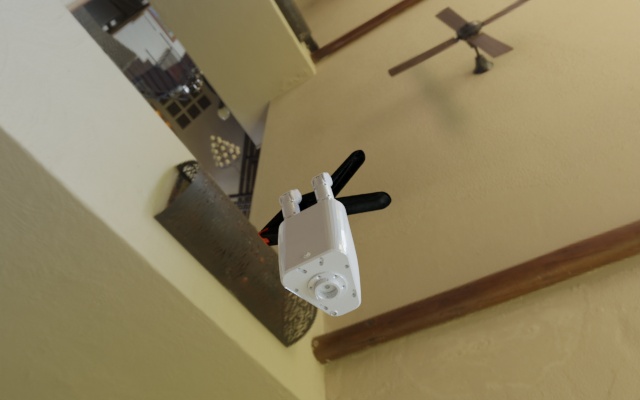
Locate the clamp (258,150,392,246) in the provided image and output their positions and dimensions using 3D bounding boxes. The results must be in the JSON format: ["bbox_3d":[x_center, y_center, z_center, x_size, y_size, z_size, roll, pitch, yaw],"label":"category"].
[{"bbox_3d":[0.000,0.003,0.732,0.210,0.036,0.164,-27,29,13],"label":"clamp"}]
